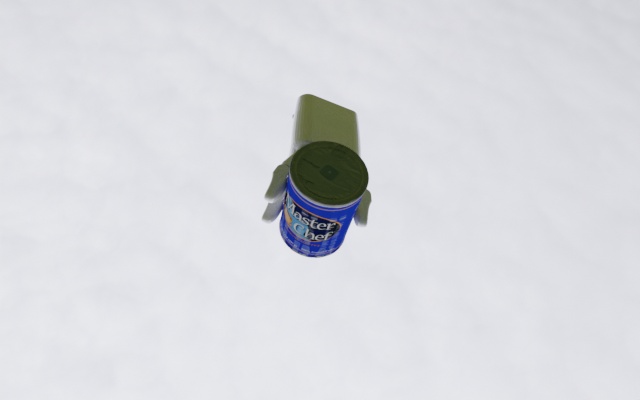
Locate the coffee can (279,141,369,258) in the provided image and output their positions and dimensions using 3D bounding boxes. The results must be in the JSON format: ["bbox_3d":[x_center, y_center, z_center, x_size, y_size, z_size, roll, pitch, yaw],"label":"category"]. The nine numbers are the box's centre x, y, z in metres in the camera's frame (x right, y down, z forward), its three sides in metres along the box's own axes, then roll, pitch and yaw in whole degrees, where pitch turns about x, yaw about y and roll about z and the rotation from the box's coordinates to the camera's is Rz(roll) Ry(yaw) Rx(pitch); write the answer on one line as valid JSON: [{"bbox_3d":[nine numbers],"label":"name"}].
[{"bbox_3d":[0.000,0.002,0.660,0.103,0.102,0.140,0,-34,-12],"label":"coffee can"}]
